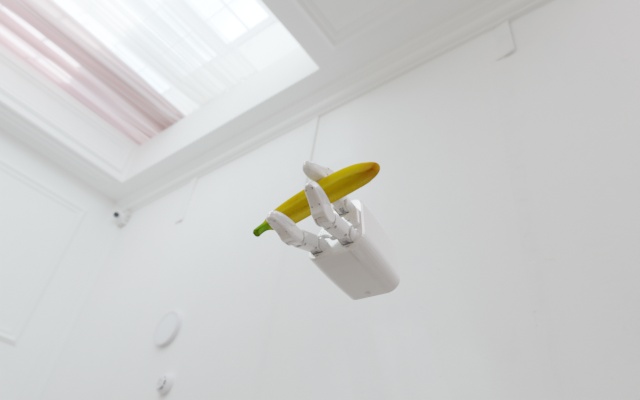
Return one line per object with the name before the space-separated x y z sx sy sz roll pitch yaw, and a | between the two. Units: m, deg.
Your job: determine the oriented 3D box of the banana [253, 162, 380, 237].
banana | -0.002 -0.003 0.670 0.198 0.037 0.069 -31 17 14
